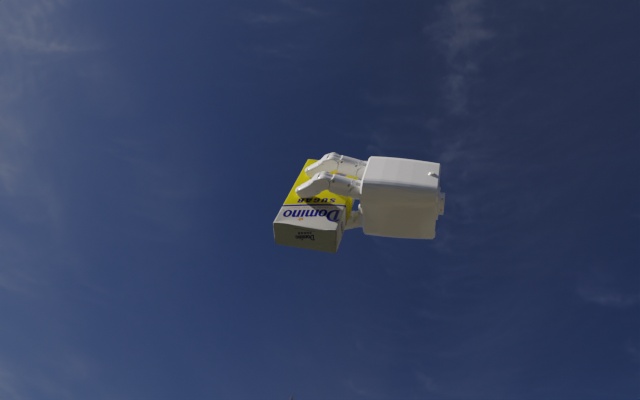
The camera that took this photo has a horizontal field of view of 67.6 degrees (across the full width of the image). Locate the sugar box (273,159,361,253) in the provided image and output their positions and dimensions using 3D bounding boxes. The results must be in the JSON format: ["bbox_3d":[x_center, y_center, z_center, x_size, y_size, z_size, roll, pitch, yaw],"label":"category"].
[{"bbox_3d":[0.000,0.002,0.726,0.093,0.048,0.176,7,35,12],"label":"sugar box"}]
